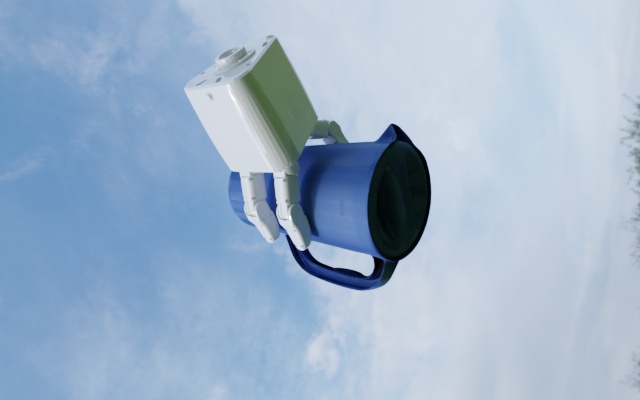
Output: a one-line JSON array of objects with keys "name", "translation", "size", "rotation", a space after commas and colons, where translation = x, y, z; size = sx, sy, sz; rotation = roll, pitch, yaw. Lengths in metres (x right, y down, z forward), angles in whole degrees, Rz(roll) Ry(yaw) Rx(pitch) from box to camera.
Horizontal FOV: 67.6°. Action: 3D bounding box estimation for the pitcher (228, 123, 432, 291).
[{"name": "pitcher", "translation": [0.000, 0.002, 0.587], "size": [0.243, 0.145, 0.149], "rotation": [5, 47, 40]}]
